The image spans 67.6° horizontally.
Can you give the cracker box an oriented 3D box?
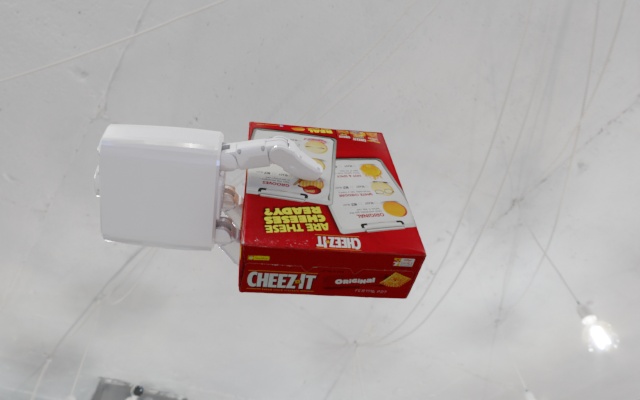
[{"bbox_3d":[0.000,0.001,0.506,0.164,0.072,0.213,4,38,-9],"label":"cracker box"}]
